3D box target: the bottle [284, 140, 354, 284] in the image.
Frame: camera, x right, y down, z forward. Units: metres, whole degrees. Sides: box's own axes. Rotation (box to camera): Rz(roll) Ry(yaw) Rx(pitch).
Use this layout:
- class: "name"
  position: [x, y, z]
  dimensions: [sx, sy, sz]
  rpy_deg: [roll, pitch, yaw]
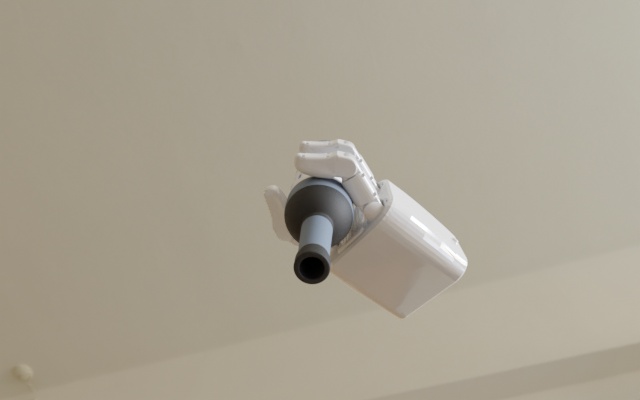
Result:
- class: "bottle"
  position: [0.000, 0.001, 0.490]
  dimensions: [0.069, 0.069, 0.295]
  rpy_deg: [0, 19, 3]
